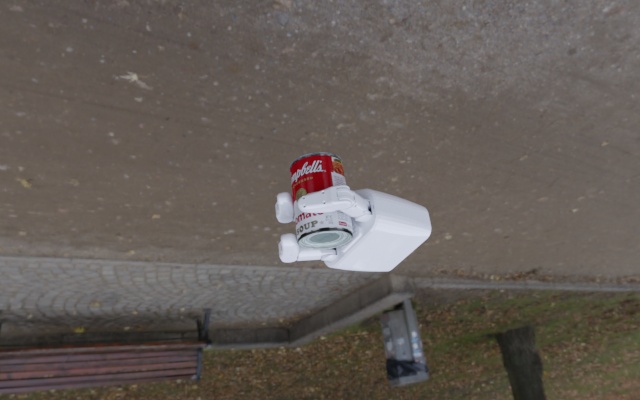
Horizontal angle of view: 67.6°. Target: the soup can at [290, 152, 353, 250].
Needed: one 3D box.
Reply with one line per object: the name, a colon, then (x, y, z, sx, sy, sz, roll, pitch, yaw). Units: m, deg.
soup can: (0.000, 0.002, 0.583, 0.068, 0.102, 0.068, -6, -24, -3)
